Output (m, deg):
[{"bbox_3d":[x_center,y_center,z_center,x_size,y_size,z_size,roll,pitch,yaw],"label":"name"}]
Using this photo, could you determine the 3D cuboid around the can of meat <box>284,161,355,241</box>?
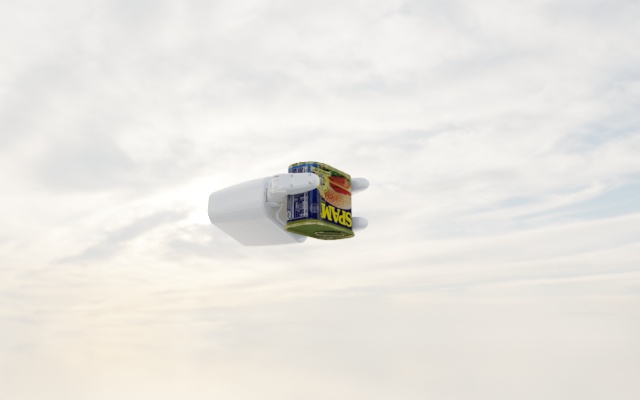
[{"bbox_3d":[0.000,0.002,0.621,0.057,0.084,0.102,-12,-20,35],"label":"can of meat"}]
